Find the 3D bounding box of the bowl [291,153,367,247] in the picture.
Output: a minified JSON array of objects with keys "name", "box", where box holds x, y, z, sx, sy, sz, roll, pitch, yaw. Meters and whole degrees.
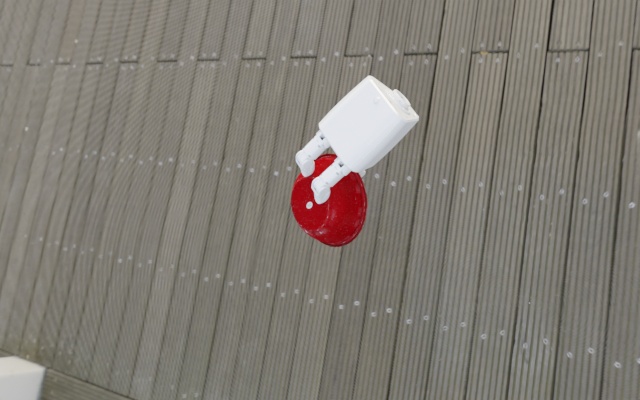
[{"name":"bowl","box":[-0.001,0.004,0.804,0.055,0.162,0.162,-8,6,-44]}]
